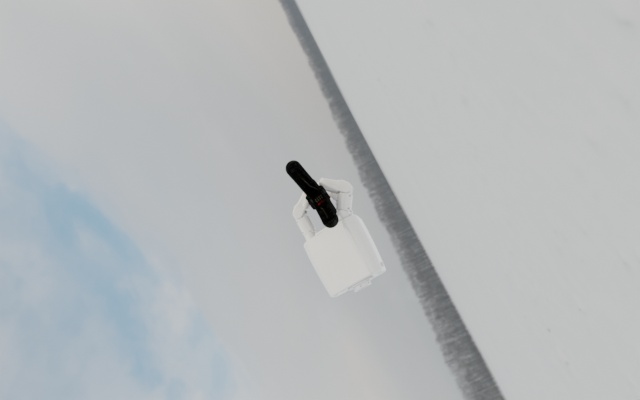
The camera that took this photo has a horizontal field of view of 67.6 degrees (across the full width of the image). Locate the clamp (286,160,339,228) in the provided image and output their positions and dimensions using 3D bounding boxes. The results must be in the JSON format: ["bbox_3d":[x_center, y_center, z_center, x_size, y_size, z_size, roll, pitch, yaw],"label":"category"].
[{"bbox_3d":[0.000,0.003,0.788,0.039,0.120,0.171,-31,-16,7],"label":"clamp"}]
